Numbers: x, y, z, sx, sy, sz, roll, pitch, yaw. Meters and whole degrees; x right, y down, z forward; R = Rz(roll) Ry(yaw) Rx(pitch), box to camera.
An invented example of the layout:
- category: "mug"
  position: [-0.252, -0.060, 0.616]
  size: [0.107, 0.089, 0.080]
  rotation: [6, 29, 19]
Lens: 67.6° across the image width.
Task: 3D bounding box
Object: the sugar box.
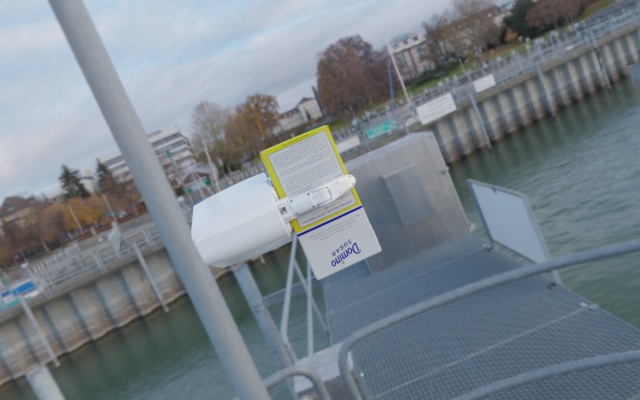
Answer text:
- category: "sugar box"
  position: [0.000, 0.002, 0.611]
  size: [0.093, 0.176, 0.048]
  rotation: [-24, 8, -4]
